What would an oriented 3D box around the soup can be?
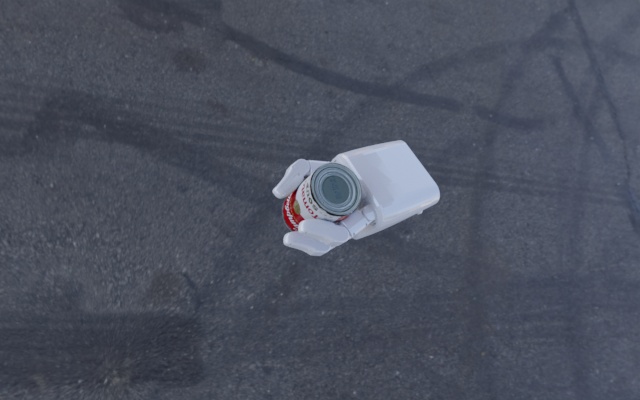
[{"bbox_3d":[0.000,0.002,0.596,0.068,0.068,0.102,0,-18,-24],"label":"soup can"}]
